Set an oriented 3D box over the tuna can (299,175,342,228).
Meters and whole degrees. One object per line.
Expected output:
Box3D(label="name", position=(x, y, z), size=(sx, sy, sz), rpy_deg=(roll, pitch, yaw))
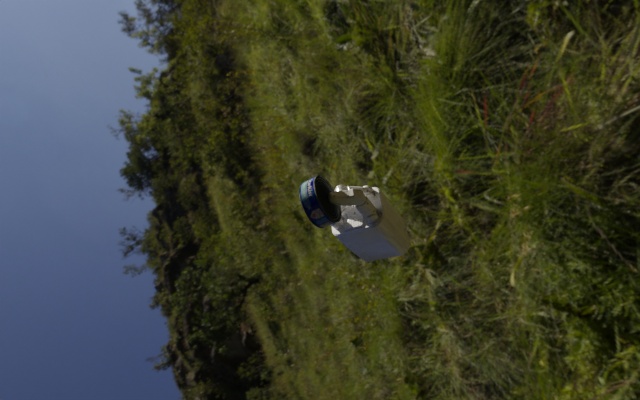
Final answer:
Box3D(label="tuna can", position=(0.000, 0.003, 0.809), size=(0.034, 0.086, 0.086), rpy_deg=(-25, -10, 22))
